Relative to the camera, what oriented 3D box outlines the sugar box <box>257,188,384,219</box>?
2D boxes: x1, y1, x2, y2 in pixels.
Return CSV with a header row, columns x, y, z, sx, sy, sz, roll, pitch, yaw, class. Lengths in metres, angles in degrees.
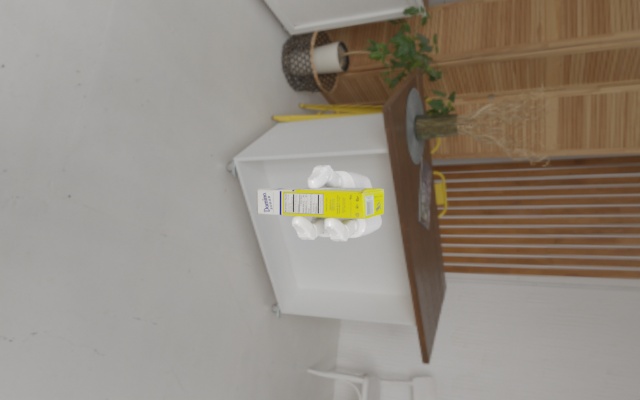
x,y,z,sx,sy,sz,roll,pitch,yaw,class
0.000,0.003,0.736,0.176,0.048,0.093,-1,2,25,sugar box
